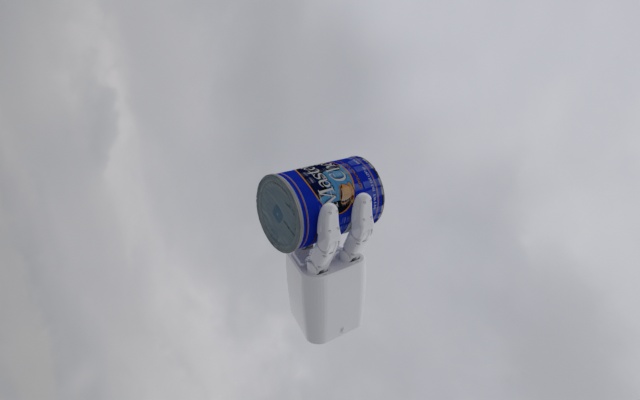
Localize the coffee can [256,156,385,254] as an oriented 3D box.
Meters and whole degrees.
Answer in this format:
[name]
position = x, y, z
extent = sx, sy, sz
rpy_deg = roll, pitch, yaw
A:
[coffee can]
position = 0.000, 0.002, 0.639
extent = 0.140, 0.103, 0.103
rpy_deg = -16, 9, -34
